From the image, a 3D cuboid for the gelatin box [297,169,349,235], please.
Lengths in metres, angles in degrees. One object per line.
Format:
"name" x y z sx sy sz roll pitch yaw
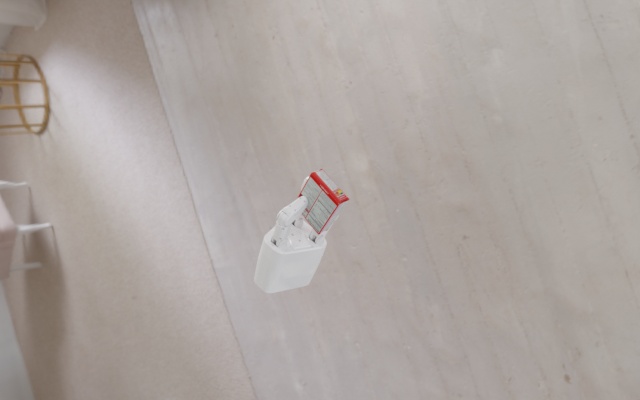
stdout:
"gelatin box" 0.000 0.003 0.810 0.030 0.073 0.089 -24 -25 -42
